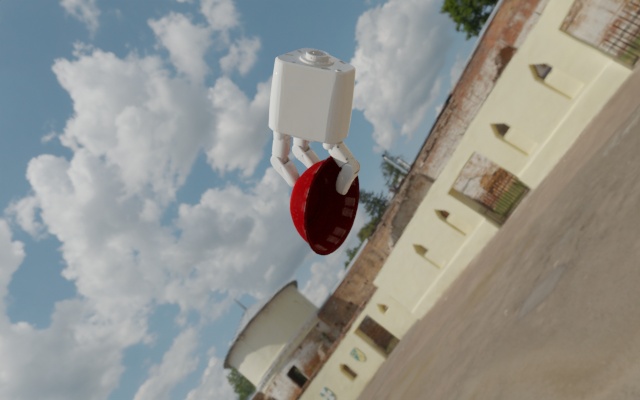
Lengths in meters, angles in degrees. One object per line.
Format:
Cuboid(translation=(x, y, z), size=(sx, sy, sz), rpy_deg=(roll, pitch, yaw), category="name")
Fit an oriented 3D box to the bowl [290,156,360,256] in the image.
Cuboid(translation=(0.000, 0.004, 0.756), size=(0.055, 0.162, 0.162), rpy_deg=(11, 6, 32), category="bowl")
